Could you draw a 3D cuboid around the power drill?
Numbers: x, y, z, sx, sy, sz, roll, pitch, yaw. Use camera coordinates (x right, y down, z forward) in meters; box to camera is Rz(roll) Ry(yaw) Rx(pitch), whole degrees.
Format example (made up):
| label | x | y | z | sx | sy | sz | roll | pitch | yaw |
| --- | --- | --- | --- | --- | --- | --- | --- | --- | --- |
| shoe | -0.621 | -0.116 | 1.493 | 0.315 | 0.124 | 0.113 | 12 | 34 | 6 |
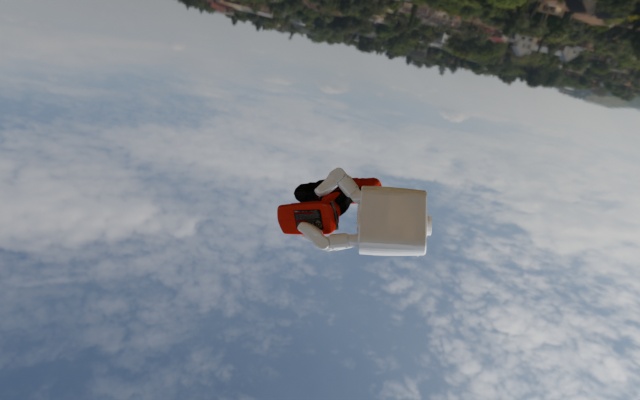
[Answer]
| label | x | y | z | sx | sy | sz | roll | pitch | yaw |
| --- | --- | --- | --- | --- | --- | --- | --- | --- | --- |
| power drill | 0.000 | 0.003 | 0.866 | 0.184 | 0.057 | 0.187 | -5 | 17 | 29 |
